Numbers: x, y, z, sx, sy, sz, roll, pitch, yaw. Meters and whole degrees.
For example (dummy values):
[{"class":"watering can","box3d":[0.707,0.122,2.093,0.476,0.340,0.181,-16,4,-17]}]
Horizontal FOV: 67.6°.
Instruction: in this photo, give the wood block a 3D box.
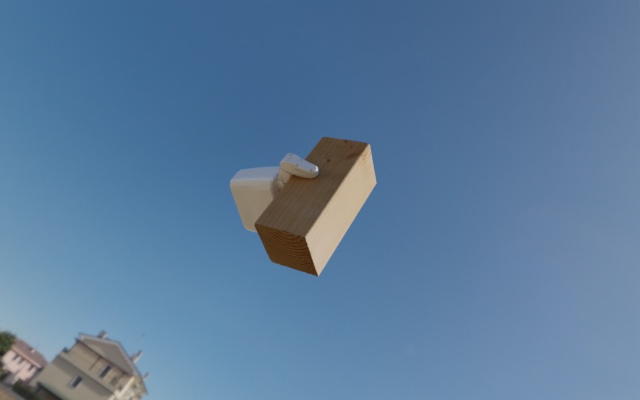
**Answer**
[{"class":"wood block","box3d":[0.000,0.002,0.741,0.090,0.091,0.206,13,50,29]}]
